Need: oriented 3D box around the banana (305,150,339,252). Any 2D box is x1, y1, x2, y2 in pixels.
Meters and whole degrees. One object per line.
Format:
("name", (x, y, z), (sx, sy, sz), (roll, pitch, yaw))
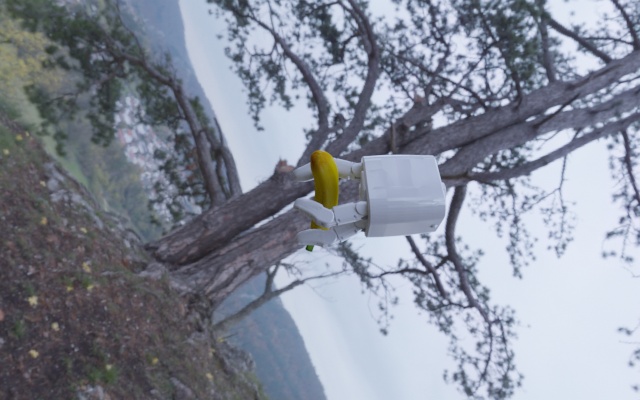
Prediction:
("banana", (0.005, -0.008, 0.689), (0.037, 0.198, 0.069), (12, 46, 9))
